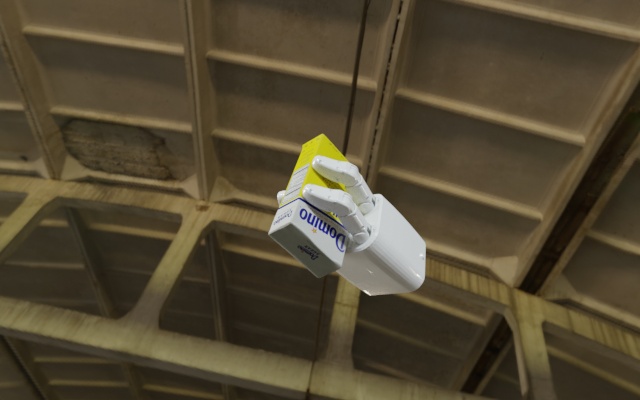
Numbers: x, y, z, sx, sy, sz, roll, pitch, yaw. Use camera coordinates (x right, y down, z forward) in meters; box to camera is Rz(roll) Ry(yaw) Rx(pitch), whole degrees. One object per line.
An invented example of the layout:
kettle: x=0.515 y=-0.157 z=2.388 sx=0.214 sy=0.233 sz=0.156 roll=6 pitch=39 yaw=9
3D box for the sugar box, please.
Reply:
sugar box: x=0.001 y=0.002 z=0.618 sx=0.048 sy=0.176 sz=0.093 roll=-29 pitch=-60 yaw=33
